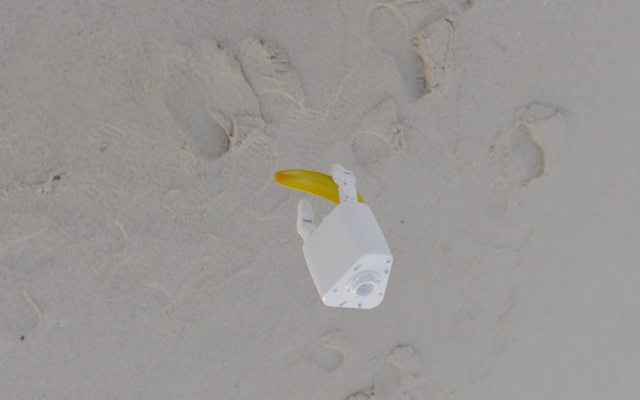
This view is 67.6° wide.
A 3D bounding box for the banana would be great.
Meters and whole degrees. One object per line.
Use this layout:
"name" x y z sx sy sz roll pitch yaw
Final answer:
"banana" 0.016 -0.006 0.765 0.070 0.037 0.198 -37 -49 23
